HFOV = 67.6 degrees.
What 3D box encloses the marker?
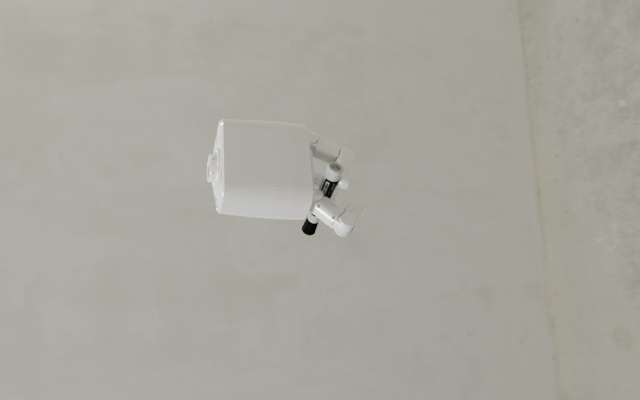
[{"bbox_3d":[0.000,0.002,0.587,0.020,0.020,0.121,0,-42,-23],"label":"marker"}]
